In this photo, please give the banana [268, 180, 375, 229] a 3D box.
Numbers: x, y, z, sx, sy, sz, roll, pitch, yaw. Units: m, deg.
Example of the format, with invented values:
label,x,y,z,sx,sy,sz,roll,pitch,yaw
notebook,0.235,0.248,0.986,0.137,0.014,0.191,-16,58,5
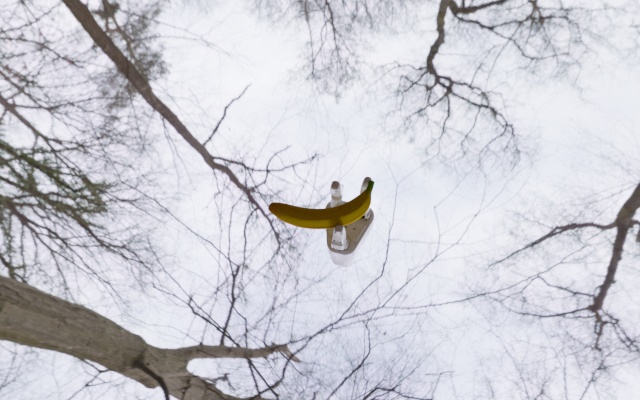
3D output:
label,x,y,z,sx,sy,sz,roll,pitch,yaw
banana,0.007,0.019,0.856,0.198,0.069,0.037,-12,-23,1
